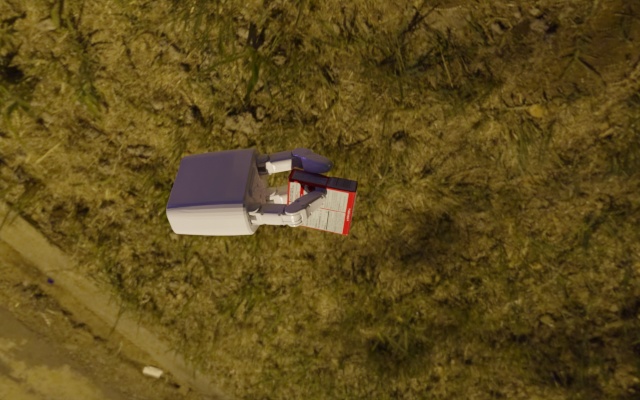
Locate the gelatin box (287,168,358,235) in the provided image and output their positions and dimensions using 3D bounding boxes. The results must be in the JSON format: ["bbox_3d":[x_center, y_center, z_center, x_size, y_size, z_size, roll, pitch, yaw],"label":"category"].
[{"bbox_3d":[0.000,0.002,0.629,0.089,0.073,0.030,12,37,6],"label":"gelatin box"}]
